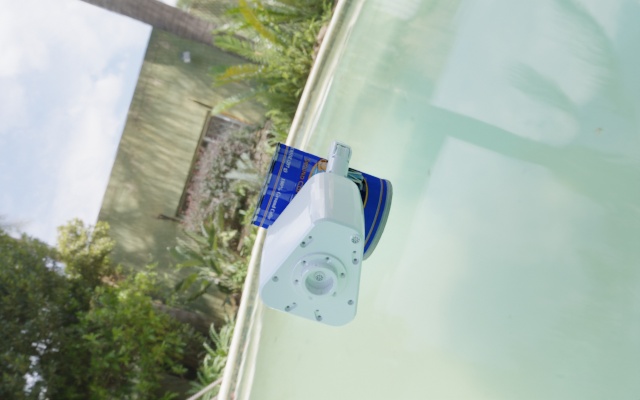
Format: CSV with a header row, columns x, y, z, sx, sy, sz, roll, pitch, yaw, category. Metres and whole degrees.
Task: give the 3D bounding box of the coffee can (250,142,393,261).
x,y,z,sx,sy,sz,roll,pitch,yaw,category
0.000,0.002,0.564,0.140,0.103,0.103,19,-3,-8,coffee can
